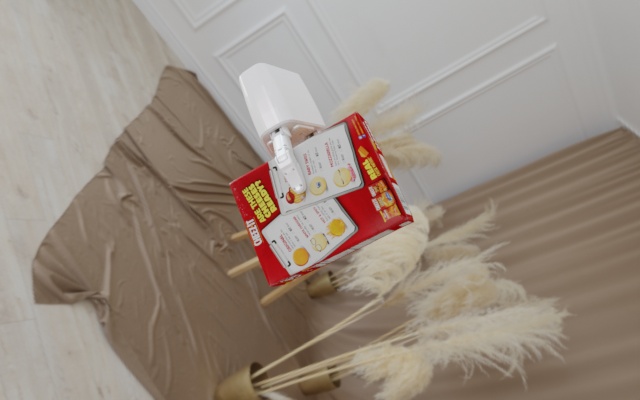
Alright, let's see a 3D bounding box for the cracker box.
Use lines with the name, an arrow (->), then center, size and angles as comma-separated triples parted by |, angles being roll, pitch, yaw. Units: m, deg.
cracker box -> 0.000, 0.002, 0.672 | 0.214, 0.164, 0.072 | -28, -15, 16
